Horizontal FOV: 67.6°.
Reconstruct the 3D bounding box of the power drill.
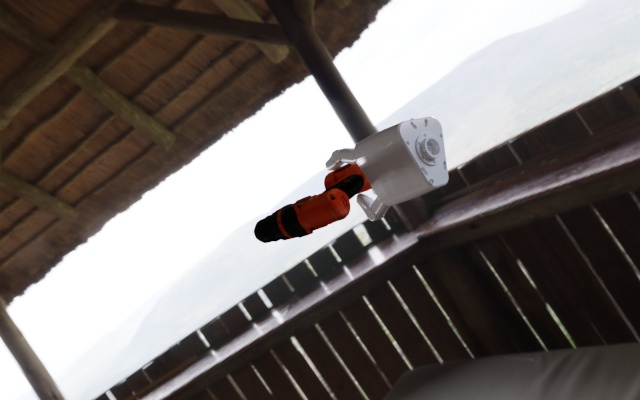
[{"bbox_3d":[0.001,0.002,0.769,0.184,0.057,0.187,-19,13,38],"label":"power drill"}]
